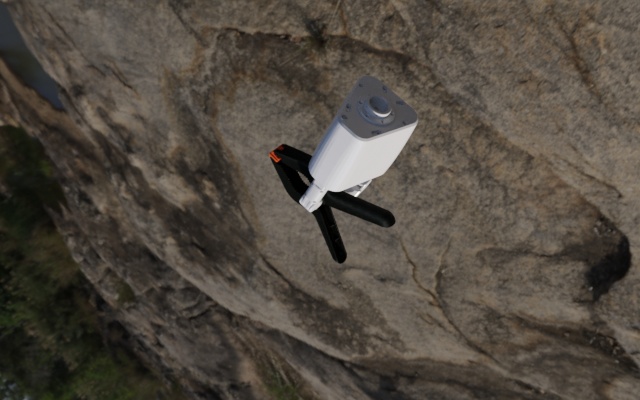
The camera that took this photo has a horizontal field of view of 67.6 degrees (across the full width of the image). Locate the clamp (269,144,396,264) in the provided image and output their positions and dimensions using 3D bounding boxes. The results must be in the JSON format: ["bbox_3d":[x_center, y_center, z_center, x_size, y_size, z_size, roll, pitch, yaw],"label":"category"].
[{"bbox_3d":[-0.001,0.002,0.731,0.036,0.210,0.165,-41,-10,-38],"label":"clamp"}]
